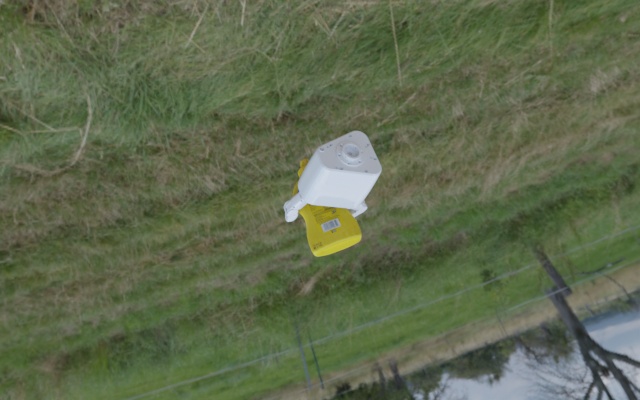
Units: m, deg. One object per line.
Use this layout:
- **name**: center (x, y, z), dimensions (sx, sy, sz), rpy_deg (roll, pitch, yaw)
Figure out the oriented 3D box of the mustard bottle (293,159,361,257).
- **mustard bottle**: center (0.000, 0.003, 0.900), dimensions (0.096, 0.191, 0.058), rpy_deg (-21, -23, -3)
